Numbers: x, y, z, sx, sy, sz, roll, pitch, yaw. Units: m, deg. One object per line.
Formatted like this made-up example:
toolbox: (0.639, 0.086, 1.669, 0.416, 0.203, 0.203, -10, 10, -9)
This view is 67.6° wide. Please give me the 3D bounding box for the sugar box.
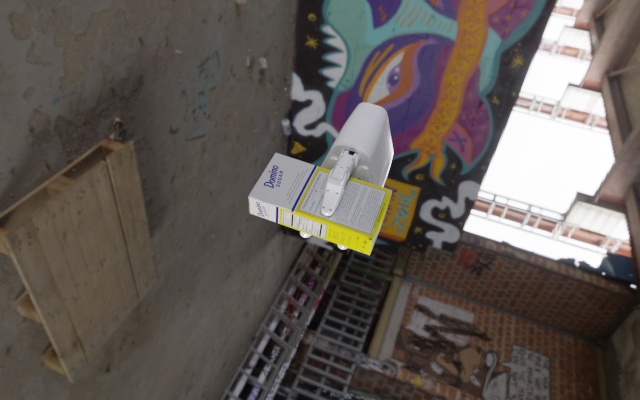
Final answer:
sugar box: (0.000, 0.002, 0.657, 0.176, 0.093, 0.048, 18, -39, 11)
